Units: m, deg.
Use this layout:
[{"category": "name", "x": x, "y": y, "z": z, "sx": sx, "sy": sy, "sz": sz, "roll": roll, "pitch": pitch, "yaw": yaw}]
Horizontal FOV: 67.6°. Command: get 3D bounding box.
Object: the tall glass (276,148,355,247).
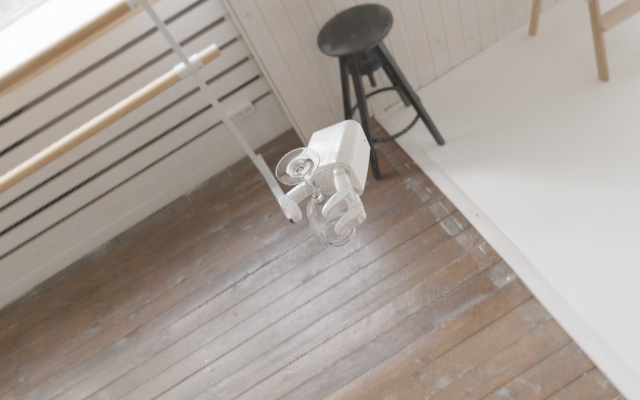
[{"category": "tall glass", "x": 0.000, "y": 0.002, "z": 0.814, "sx": 0.079, "sy": 0.079, "sz": 0.201, "roll": 0, "pitch": -36, "yaw": 26}]
